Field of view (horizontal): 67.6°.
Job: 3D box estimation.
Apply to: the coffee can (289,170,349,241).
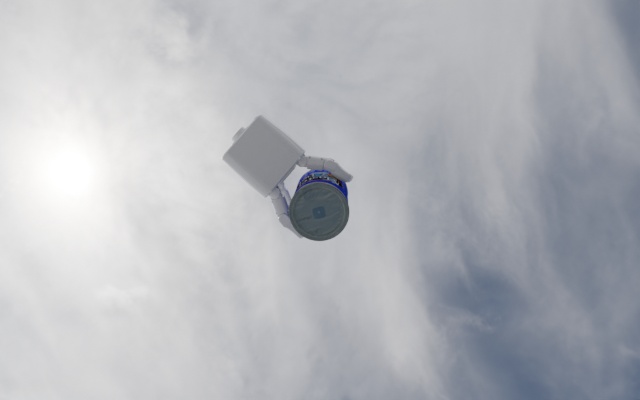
[{"bbox_3d":[0.000,0.003,0.868,0.103,0.103,0.140,0,15,2],"label":"coffee can"}]
